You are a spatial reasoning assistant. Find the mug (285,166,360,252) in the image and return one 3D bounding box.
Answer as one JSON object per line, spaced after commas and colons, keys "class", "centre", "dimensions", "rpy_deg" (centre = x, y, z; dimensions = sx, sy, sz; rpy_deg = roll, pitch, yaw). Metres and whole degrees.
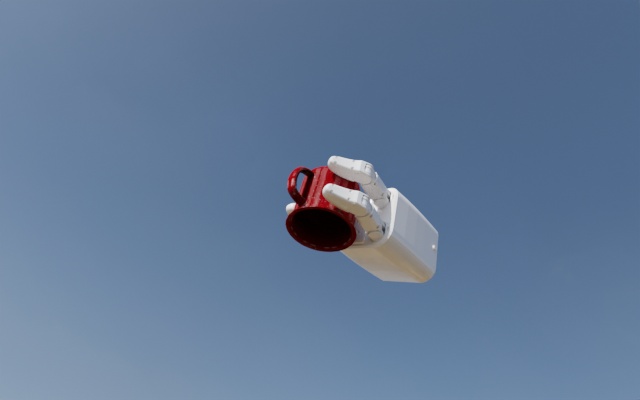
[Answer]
{"class": "mug", "centre": [-0.001, 0.001, 0.631], "dimensions": [0.093, 0.081, 0.117], "rpy_deg": [-25, -54, 37]}
